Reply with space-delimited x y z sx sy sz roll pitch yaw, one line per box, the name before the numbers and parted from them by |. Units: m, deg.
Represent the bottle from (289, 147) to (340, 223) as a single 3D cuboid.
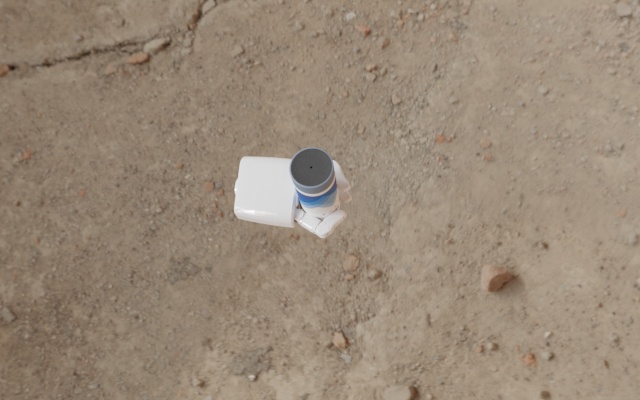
bottle | 0.000 0.003 0.840 0.069 0.069 0.296 0 -21 6
